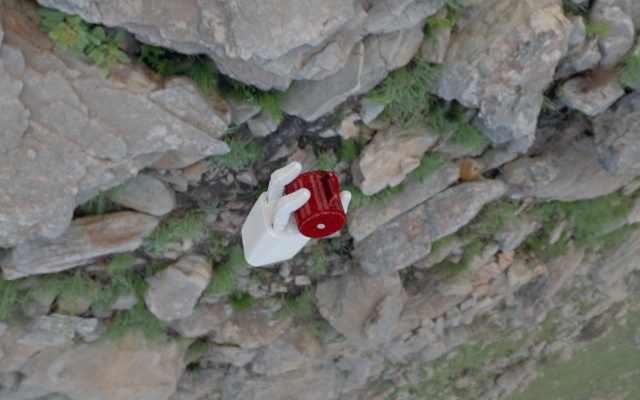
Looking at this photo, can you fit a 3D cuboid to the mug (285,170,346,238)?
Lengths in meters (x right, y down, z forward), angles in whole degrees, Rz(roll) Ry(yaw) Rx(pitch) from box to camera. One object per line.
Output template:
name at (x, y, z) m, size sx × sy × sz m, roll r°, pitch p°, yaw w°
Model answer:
mug at (0.001, 0.002, 0.788) m, size 0.093 × 0.081 × 0.117 m, roll 6°, pitch -39°, yaw -30°
